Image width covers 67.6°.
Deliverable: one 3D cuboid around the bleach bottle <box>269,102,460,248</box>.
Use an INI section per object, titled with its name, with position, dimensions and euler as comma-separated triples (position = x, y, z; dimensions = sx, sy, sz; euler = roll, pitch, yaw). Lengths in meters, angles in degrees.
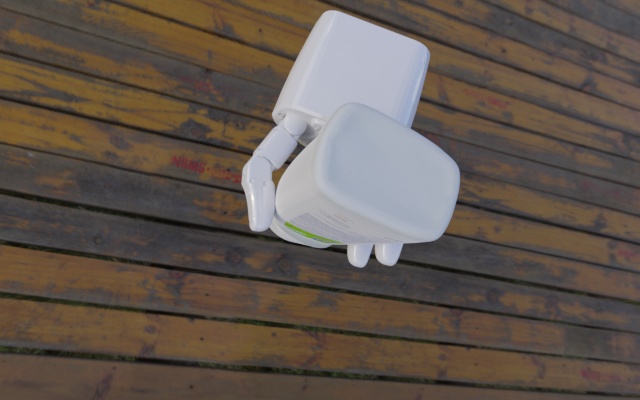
[bleach bottle]
position = 0.000, 0.001, 0.401
dimensions = 0.102, 0.068, 0.251
euler = 26, -16, -16
